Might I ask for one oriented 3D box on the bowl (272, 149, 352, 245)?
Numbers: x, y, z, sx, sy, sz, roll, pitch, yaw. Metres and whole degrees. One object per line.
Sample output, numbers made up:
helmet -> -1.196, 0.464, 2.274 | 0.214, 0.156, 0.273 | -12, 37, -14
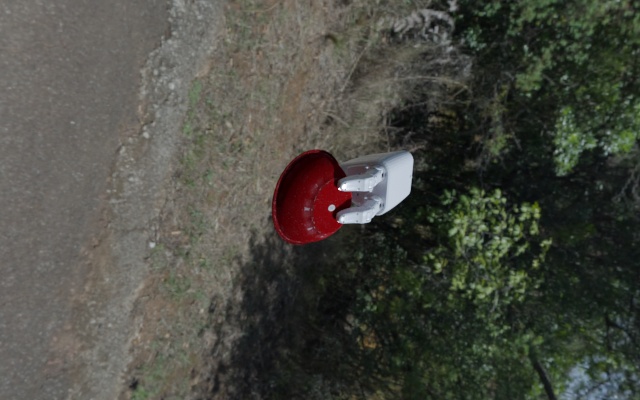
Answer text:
bowl -> 0.000, 0.003, 0.761 | 0.055, 0.162, 0.162 | 21, 14, 41
